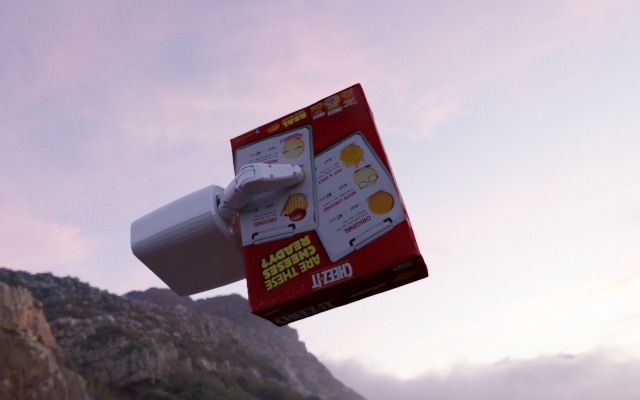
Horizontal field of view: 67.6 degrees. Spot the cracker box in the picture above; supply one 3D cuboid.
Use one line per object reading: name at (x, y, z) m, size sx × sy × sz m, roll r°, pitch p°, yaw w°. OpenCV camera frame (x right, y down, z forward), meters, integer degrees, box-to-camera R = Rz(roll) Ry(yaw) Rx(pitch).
cracker box at (0.000, 0.001, 0.499) m, size 0.164 × 0.213 × 0.072 m, roll -21°, pitch -33°, yaw 12°
